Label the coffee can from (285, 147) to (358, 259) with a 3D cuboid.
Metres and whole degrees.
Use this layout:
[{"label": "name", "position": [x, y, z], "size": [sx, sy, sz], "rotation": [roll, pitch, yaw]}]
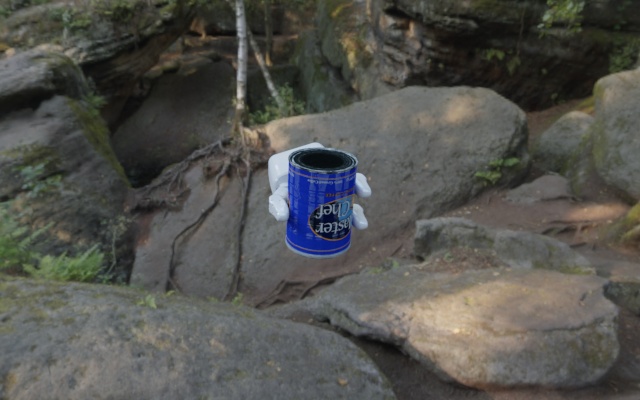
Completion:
[{"label": "coffee can", "position": [0.000, 0.003, 0.722], "size": [0.103, 0.140, 0.102], "rotation": [3, 25, -1]}]
